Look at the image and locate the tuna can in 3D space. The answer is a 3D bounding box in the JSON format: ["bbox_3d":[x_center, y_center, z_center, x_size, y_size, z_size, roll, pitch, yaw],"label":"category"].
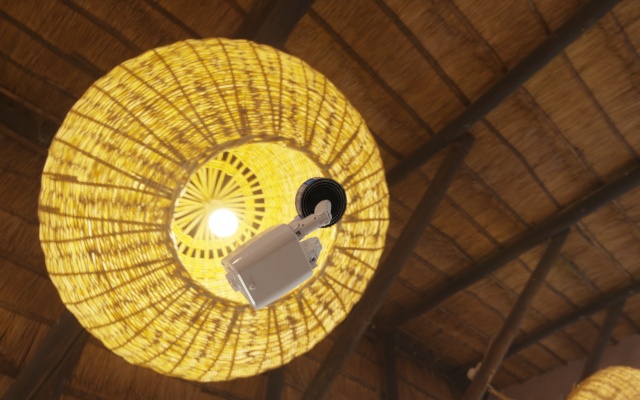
[{"bbox_3d":[0.000,0.003,0.808,0.086,0.086,0.033,0,8,-25],"label":"tuna can"}]
